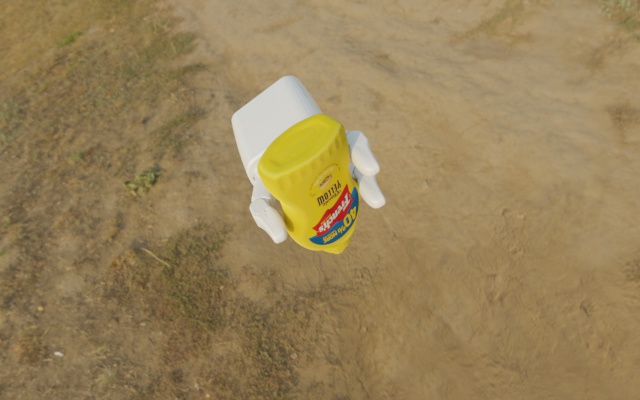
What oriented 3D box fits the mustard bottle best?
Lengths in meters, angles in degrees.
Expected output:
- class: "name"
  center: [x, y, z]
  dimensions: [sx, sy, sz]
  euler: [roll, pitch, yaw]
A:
- class: "mustard bottle"
  center: [0.000, 0.002, 0.536]
  dimensions: [0.058, 0.096, 0.192]
  euler: [34, -23, 35]
